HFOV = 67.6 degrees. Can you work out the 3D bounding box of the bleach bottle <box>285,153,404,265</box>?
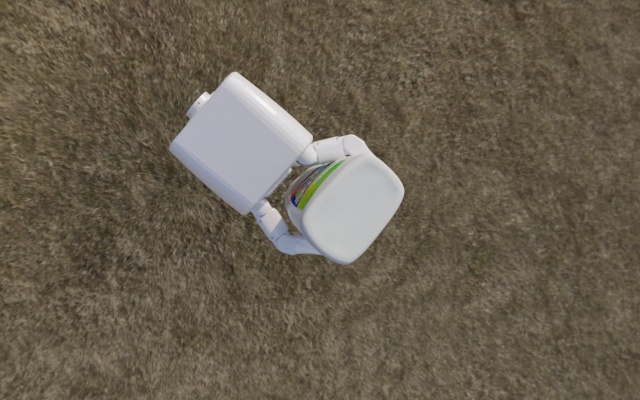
[{"bbox_3d":[0.000,0.002,0.538,0.068,0.102,0.251,43,-9,-12],"label":"bleach bottle"}]
